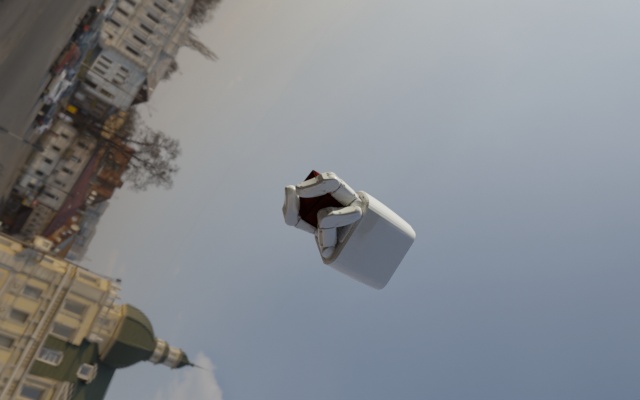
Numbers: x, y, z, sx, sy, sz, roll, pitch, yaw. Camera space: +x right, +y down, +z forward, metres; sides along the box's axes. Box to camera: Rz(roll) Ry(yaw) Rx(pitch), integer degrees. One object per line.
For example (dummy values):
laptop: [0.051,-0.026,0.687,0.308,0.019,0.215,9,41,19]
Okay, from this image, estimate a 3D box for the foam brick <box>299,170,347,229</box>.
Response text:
foam brick: [0.000,0.002,0.701,0.051,0.053,0.078,31,18,-26]
